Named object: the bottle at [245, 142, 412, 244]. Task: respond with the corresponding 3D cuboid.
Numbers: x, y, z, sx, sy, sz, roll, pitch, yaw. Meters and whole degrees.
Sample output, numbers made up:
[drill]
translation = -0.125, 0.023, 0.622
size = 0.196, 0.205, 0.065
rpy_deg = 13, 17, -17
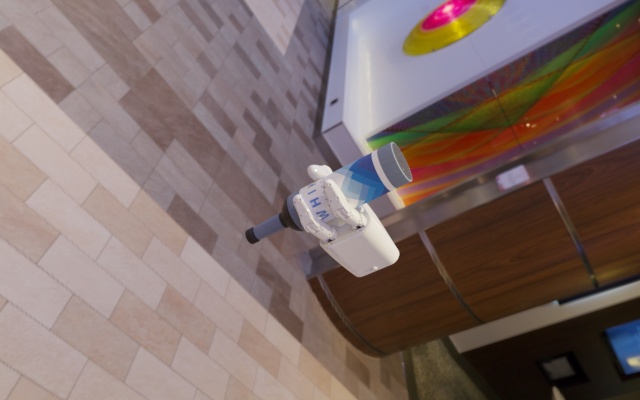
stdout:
[bottle]
translation = 0.000, 0.002, 0.771
size = 0.296, 0.069, 0.069
rpy_deg = -26, -11, 22
